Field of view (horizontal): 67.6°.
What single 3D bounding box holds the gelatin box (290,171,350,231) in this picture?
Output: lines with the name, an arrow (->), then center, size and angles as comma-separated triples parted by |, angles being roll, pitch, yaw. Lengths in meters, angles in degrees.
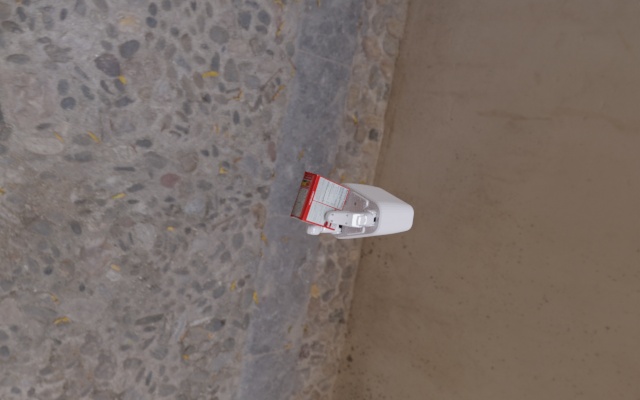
gelatin box -> 0.000, 0.002, 0.745 | 0.030, 0.073, 0.089 | 17, -2, 39
